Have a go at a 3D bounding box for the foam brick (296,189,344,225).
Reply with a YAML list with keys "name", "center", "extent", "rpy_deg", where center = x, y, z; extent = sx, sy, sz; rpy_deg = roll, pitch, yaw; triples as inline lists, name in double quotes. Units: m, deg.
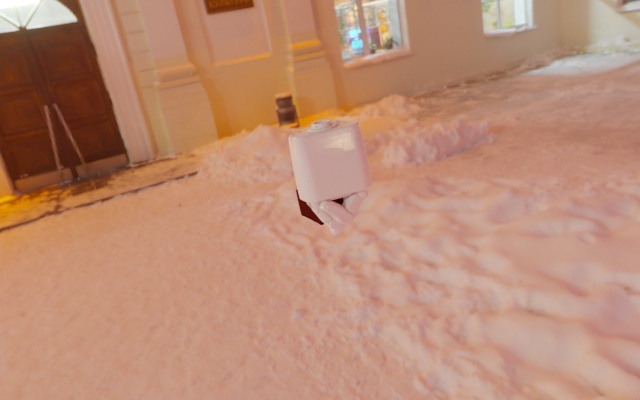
- name: "foam brick"
  center: [0.000, 0.003, 0.830]
  extent: [0.053, 0.051, 0.078]
  rpy_deg: [-22, 21, -24]
